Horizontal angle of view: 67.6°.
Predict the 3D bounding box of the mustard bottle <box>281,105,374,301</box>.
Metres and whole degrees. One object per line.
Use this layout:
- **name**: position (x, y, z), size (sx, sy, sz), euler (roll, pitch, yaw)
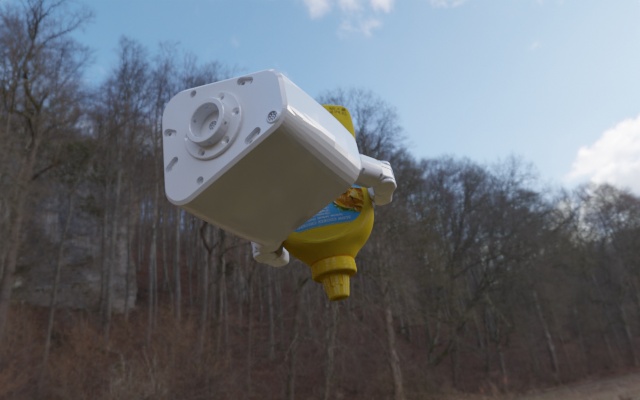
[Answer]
- **mustard bottle**: position (0.000, 0.001, 0.462), size (0.096, 0.191, 0.058), euler (-11, -25, 1)
